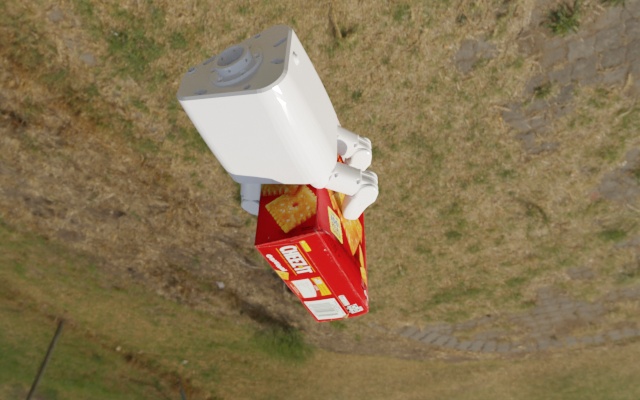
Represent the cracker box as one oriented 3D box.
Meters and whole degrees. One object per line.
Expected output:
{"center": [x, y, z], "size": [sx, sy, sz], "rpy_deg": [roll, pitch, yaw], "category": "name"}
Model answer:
{"center": [0.000, 0.002, 0.537], "size": [0.072, 0.213, 0.164], "rpy_deg": [-13, -42, 17], "category": "cracker box"}
